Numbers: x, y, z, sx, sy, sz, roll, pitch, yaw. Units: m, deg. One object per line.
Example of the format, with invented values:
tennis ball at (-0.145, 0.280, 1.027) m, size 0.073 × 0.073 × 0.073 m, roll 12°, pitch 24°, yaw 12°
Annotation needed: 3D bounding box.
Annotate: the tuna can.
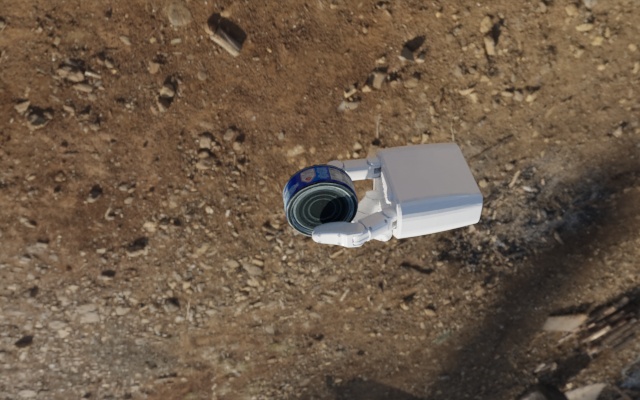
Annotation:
tuna can at (0.000, 0.002, 0.555) m, size 0.086 × 0.086 × 0.033 m, roll 0°, pitch 40°, yaw -10°
